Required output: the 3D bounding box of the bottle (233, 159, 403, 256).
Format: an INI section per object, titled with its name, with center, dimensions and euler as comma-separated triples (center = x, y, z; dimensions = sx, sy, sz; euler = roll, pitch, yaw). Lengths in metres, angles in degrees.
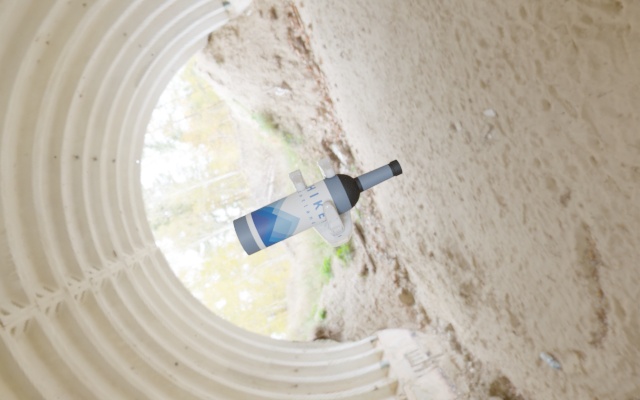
[bottle]
center = 0.000, 0.003, 0.808
dimensions = 0.296, 0.069, 0.069
euler = -24, 0, -1
